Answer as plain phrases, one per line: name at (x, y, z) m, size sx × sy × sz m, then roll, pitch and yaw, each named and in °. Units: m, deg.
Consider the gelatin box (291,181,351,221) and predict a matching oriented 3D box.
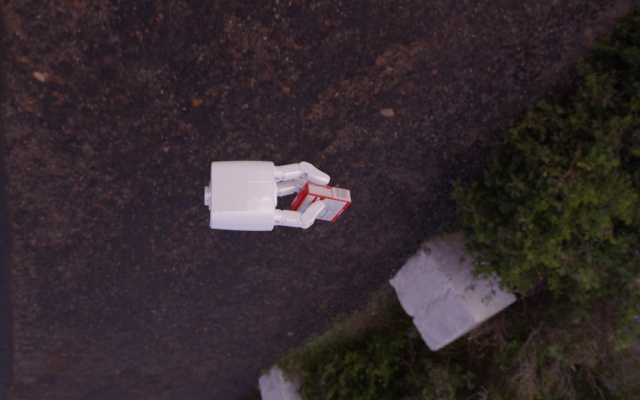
gelatin box at (0.000, 0.003, 0.874) m, size 0.089 × 0.030 × 0.073 m, roll 11°, pitch -37°, yaw -22°
